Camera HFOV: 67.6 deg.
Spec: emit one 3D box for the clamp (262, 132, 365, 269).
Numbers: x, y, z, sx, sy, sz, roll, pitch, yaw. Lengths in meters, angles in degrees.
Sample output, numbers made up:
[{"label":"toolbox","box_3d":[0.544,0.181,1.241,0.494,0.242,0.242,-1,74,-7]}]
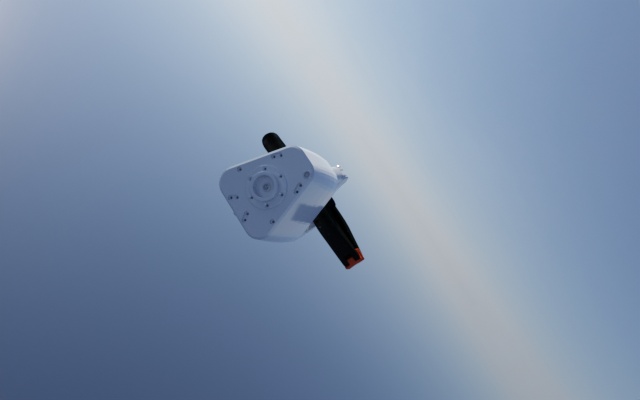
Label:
[{"label":"clamp","box_3d":[0.001,0.002,0.696,0.036,0.210,0.164,-34,-11,11]}]
